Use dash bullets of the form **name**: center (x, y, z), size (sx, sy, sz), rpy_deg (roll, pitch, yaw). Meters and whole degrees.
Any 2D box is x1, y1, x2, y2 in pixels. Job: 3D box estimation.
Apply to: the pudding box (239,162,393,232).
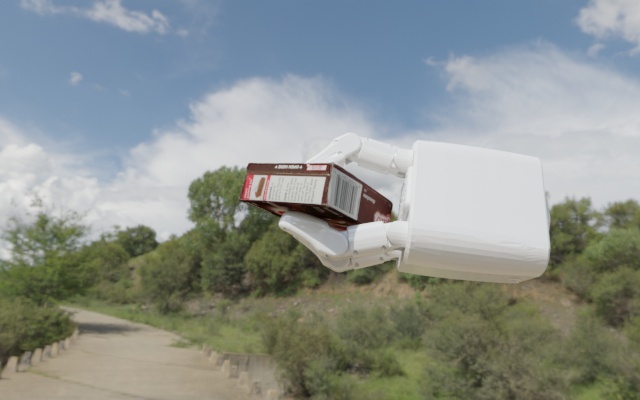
- **pudding box**: center (0.000, 0.001, 0.419), size (0.090, 0.039, 0.113), rpy_deg (2, -17, 34)
